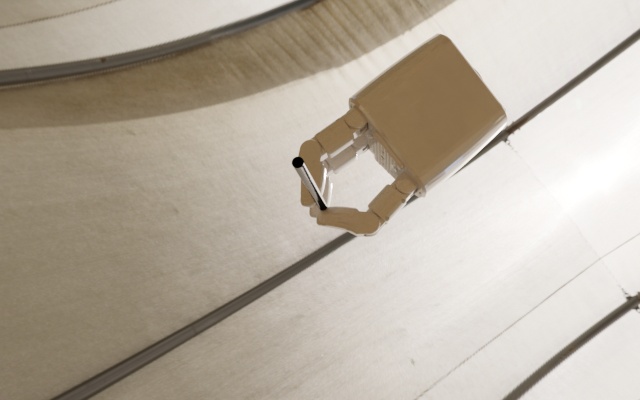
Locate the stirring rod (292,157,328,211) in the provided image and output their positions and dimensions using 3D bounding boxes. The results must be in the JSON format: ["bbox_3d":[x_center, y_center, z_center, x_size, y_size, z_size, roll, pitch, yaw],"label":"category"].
[{"bbox_3d":[0.000,0.001,0.426,0.011,0.011,0.239,0,-13,7],"label":"stirring rod"}]
